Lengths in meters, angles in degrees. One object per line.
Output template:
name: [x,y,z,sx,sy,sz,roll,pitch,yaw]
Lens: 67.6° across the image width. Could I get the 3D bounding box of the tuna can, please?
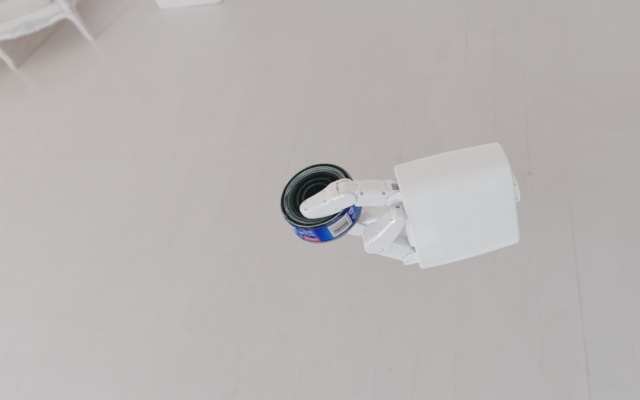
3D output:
tuna can: [0.000,0.001,0.521,0.086,0.086,0.034,0,-33,23]
